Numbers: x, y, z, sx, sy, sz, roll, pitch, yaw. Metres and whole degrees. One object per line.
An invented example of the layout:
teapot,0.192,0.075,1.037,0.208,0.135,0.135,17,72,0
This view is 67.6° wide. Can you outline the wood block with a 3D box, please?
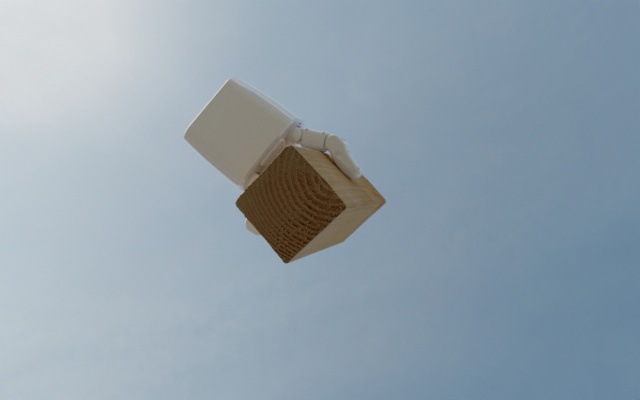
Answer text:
wood block,0.000,0.001,0.578,0.091,0.090,0.206,-45,-12,15
